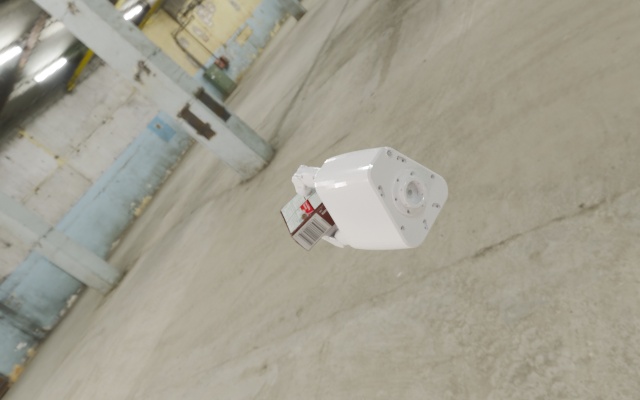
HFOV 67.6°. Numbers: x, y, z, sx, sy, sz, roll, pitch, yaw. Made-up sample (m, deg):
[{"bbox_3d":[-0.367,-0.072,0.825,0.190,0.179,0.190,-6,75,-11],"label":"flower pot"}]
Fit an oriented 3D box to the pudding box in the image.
[{"bbox_3d":[0.000,0.002,0.653,0.039,0.113,0.090,43,5,-23],"label":"pudding box"}]
